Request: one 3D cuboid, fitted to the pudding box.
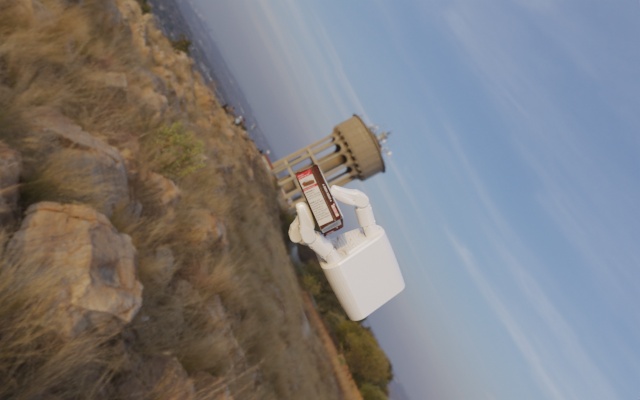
[{"bbox_3d":[0.000,0.002,0.713,0.039,0.090,0.113,-25,-9,-3],"label":"pudding box"}]
